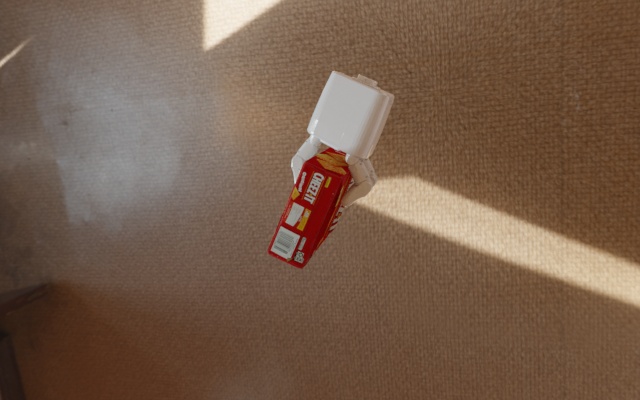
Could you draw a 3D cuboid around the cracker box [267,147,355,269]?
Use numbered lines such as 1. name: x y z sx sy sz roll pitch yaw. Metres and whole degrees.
1. cracker box: 0.000 0.003 0.814 0.072 0.164 0.213 26 17 8
